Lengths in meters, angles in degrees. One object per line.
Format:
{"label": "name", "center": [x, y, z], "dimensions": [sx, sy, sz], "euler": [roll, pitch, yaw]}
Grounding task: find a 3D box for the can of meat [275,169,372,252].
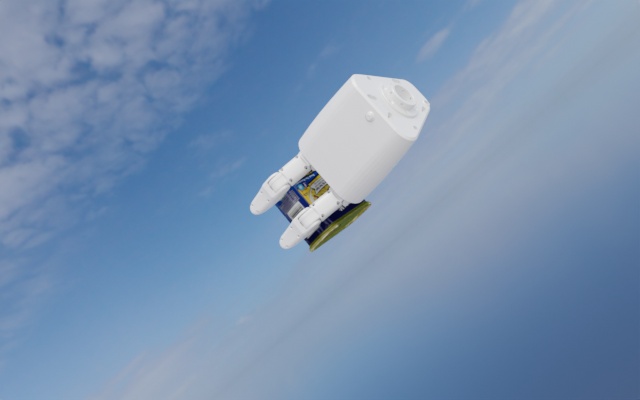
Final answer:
{"label": "can of meat", "center": [0.000, 0.002, 0.591], "dimensions": [0.102, 0.084, 0.057], "euler": [-31, -13, -46]}
